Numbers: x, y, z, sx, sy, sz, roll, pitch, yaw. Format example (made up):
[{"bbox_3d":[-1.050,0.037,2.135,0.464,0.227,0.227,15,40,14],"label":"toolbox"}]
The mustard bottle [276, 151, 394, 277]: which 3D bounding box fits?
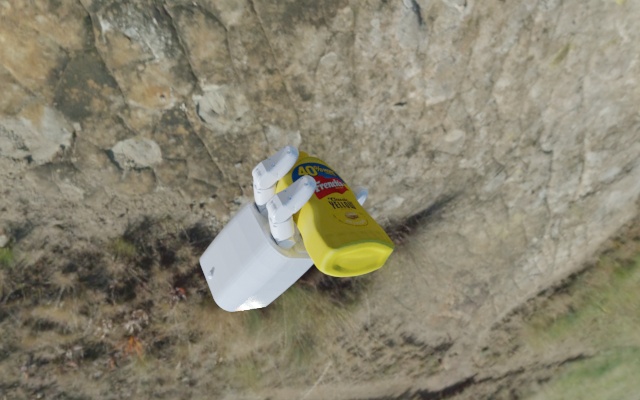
[{"bbox_3d":[0.000,0.002,0.563,0.096,0.058,0.191,0,40,-35],"label":"mustard bottle"}]
